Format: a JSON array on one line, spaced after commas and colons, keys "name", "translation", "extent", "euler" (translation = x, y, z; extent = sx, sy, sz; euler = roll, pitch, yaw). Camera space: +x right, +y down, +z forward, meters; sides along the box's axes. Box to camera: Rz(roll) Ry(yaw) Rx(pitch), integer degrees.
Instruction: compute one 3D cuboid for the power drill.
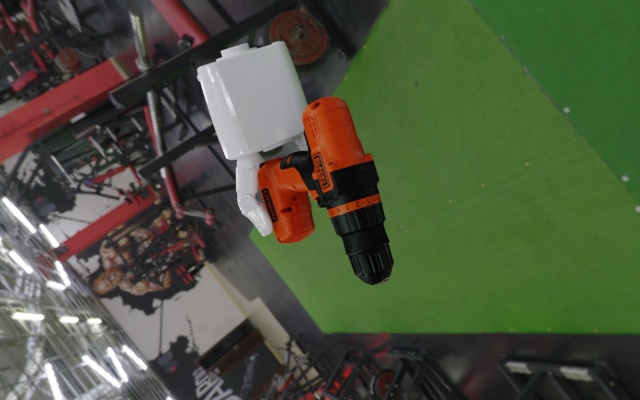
[{"name": "power drill", "translation": [0.000, 0.002, 0.518], "extent": [0.057, 0.184, 0.188], "euler": [-15, -2, -29]}]
